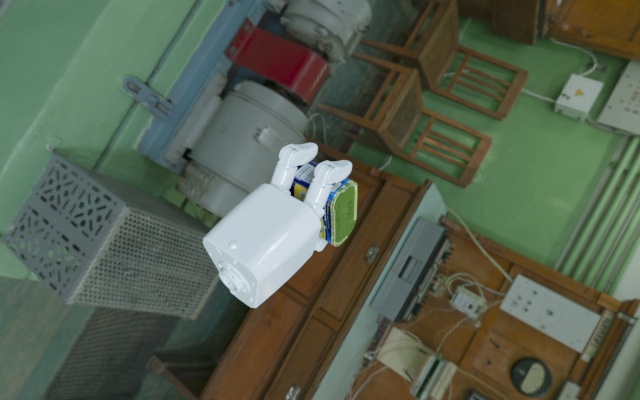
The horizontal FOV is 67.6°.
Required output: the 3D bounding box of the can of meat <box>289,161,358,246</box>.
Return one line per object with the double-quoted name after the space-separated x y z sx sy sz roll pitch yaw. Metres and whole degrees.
0.000 0.002 0.631 0.084 0.102 0.057 28 52 28 "can of meat"
